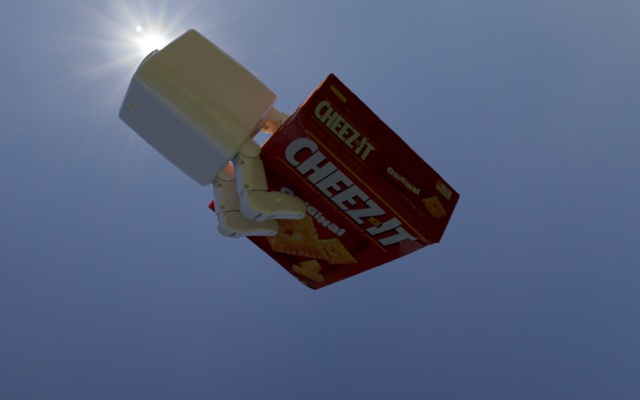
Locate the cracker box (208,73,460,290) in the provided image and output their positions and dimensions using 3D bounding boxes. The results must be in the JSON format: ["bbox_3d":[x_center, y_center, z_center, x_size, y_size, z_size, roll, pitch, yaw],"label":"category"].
[{"bbox_3d":[0.000,0.002,0.484,0.164,0.072,0.214,41,-36,-12],"label":"cracker box"}]
